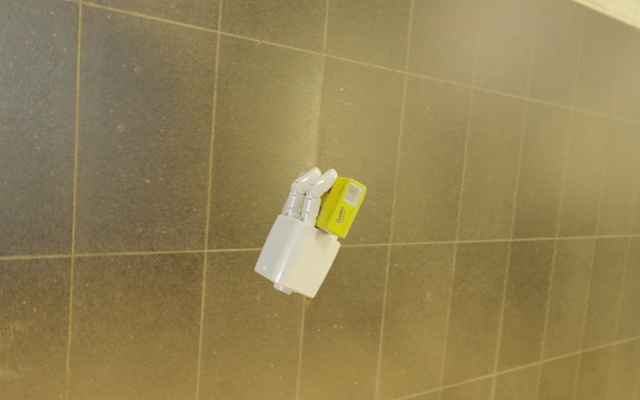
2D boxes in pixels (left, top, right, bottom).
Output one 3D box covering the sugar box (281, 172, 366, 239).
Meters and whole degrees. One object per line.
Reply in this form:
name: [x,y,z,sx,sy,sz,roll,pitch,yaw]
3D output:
sugar box: [0.000,0.003,0.834,0.048,0.093,0.176,31,-9,-31]
